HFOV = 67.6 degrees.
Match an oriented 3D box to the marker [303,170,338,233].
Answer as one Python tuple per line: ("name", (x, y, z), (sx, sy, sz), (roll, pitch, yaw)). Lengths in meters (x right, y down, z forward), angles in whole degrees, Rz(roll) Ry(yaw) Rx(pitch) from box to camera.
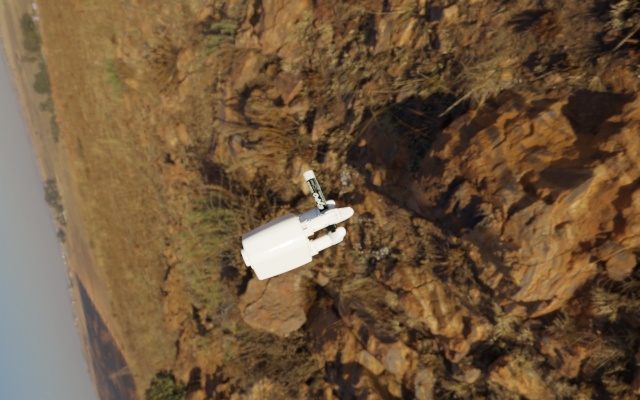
("marker", (0.000, 0.003, 0.862), (0.020, 0.121, 0.020), (-23, -12, -5))
